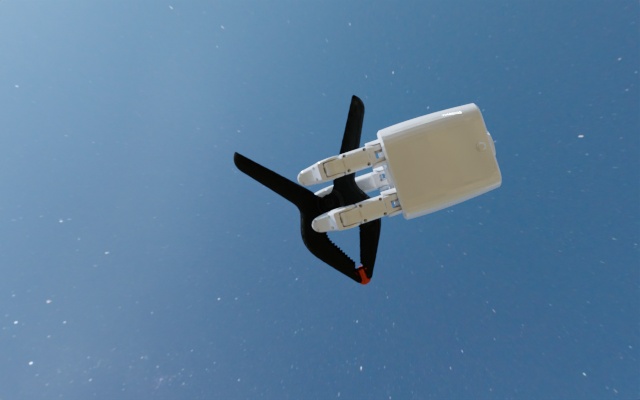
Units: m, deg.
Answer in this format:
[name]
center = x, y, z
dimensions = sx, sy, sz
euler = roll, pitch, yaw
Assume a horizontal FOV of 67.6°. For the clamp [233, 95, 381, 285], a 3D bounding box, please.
[clamp]
center = 0.001, 0.002, 0.556
dimensions = 0.164, 0.210, 0.036
euler = -18, 0, 6
